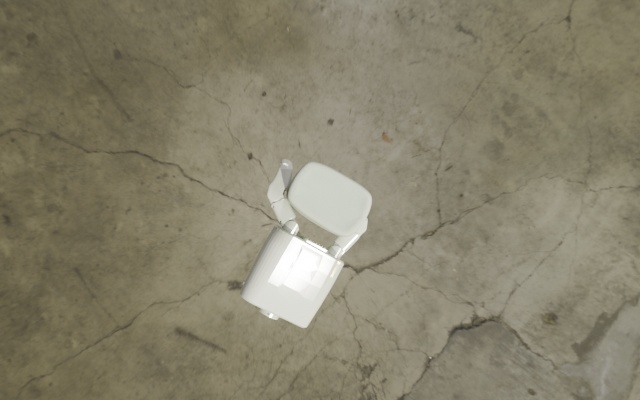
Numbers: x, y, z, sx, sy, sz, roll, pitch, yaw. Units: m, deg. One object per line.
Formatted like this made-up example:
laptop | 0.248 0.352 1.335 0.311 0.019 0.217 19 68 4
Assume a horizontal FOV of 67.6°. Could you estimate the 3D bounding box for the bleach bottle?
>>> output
bleach bottle | 0.000 0.002 0.686 0.102 0.068 0.251 31 -4 -2
